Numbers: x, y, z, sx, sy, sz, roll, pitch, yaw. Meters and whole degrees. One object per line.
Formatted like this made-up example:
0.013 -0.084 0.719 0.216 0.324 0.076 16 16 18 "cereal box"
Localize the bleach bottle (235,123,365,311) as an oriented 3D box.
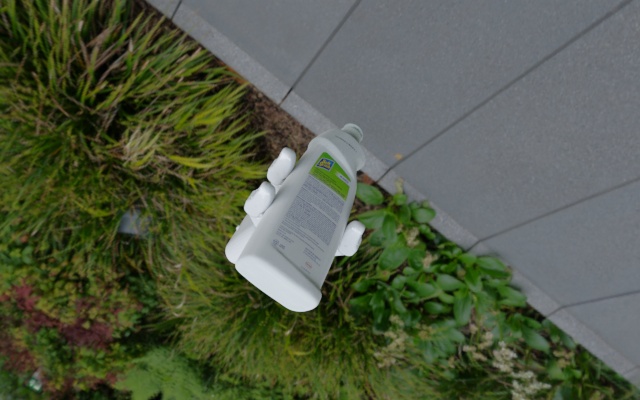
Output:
0.000 0.002 0.585 0.102 0.250 0.068 39 -35 -15 "bleach bottle"
